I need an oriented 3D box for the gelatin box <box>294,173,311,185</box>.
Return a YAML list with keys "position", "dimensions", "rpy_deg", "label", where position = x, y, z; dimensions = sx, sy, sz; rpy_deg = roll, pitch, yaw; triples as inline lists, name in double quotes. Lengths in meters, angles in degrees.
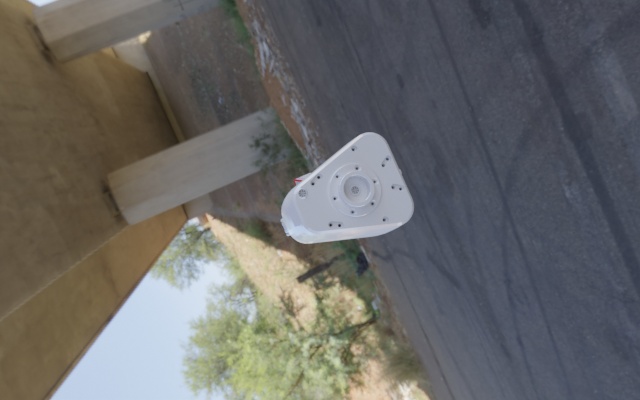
- position: [0.000, 0.002, 0.626]
  dimensions: [0.030, 0.073, 0.089]
  rpy_deg: [-23, 10, -15]
  label: "gelatin box"
